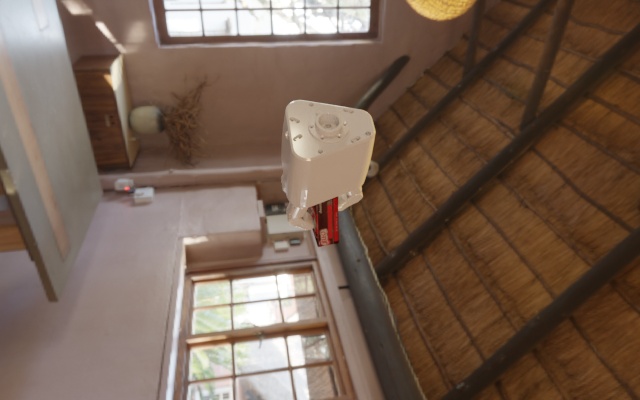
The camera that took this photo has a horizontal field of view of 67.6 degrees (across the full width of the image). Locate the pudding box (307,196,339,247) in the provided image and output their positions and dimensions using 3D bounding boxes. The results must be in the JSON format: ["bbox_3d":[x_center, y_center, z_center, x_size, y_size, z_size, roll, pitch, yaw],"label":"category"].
[{"bbox_3d":[0.000,0.002,0.733,0.039,0.090,0.113,-6,32,-7],"label":"pudding box"}]
